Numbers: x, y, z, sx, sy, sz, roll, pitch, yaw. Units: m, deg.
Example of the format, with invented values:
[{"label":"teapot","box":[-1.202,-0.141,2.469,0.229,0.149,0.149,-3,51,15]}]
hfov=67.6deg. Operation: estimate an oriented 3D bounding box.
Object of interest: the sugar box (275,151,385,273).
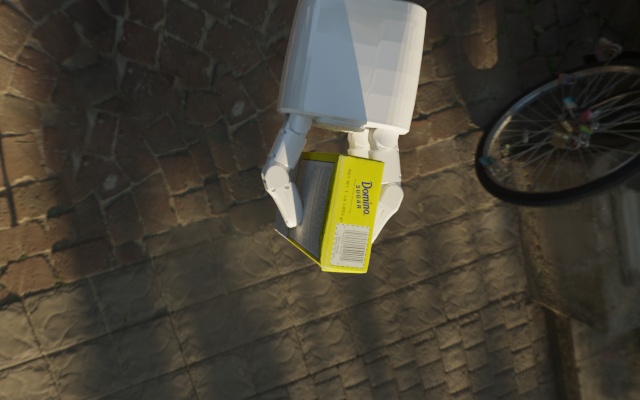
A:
[{"label":"sugar box","box":[0.001,0.001,0.453,0.048,0.093,0.176,9,5,-16]}]
